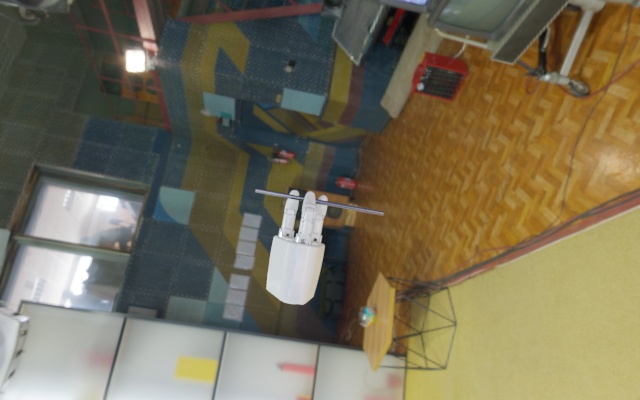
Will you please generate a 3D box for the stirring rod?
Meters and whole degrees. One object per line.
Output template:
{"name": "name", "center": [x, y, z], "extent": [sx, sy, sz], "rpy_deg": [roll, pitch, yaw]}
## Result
{"name": "stirring rod", "center": [0.000, 0.003, 0.877], "extent": [0.239, 0.011, 0.011], "rpy_deg": [10, -1, -7]}
